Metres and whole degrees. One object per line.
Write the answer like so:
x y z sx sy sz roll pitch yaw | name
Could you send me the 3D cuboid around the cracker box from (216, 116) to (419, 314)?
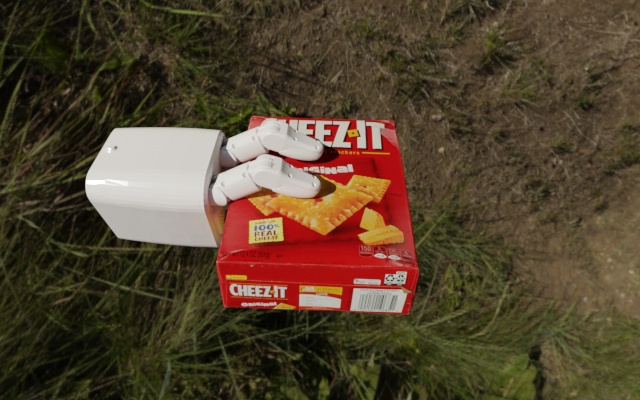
0.000 0.002 0.467 0.164 0.072 0.213 2 43 0 | cracker box
